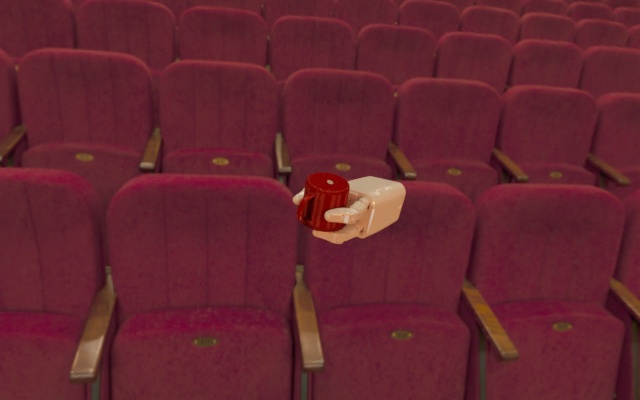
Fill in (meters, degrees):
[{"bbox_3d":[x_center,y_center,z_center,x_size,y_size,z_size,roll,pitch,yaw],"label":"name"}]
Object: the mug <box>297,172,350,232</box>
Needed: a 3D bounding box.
[{"bbox_3d":[-0.001,0.003,0.876,0.093,0.081,0.117,31,35,33],"label":"mug"}]
